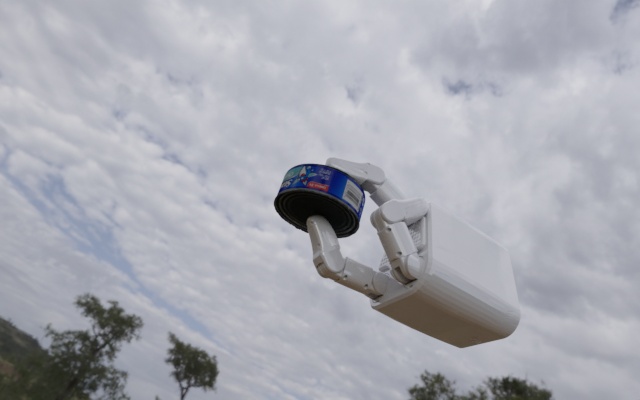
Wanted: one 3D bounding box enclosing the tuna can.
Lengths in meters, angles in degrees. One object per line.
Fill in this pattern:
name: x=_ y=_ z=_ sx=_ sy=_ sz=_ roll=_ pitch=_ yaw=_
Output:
tuna can: x=0.000 y=0.001 z=0.467 sx=0.086 sy=0.033 sz=0.086 roll=14 pitch=-30 yaw=8
